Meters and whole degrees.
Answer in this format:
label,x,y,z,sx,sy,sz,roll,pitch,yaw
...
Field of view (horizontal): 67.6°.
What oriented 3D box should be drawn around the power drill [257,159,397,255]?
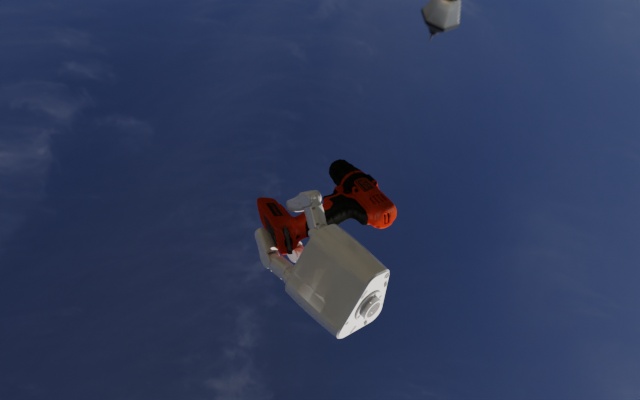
label,x,y,z,sx,sy,sz,roll,pitch,yaw
power drill,0.000,0.003,0.749,0.187,0.057,0.184,-20,34,-15
